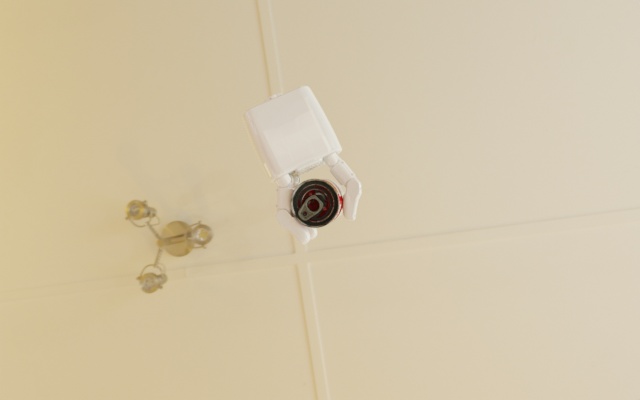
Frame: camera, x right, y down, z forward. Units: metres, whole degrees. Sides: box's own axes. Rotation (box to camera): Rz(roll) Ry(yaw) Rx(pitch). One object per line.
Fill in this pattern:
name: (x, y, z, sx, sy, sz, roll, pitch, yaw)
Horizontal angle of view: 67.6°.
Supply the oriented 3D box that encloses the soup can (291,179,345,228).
soup can: (0.000, 0.003, 0.701, 0.068, 0.068, 0.102, 0, 2, 9)
